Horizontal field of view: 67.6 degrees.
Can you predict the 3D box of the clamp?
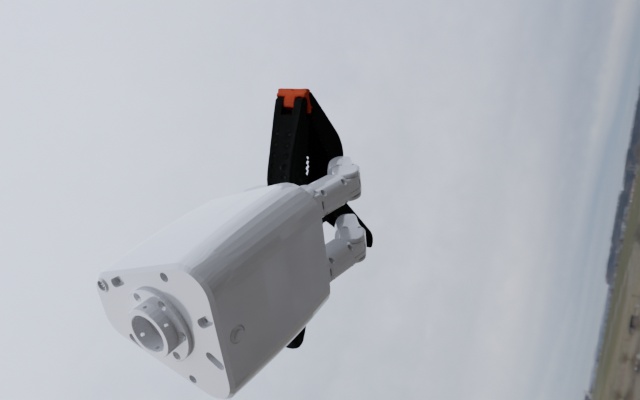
[{"bbox_3d":[-0.001,0.001,0.424,0.036,0.210,0.164,8,28,29],"label":"clamp"}]
